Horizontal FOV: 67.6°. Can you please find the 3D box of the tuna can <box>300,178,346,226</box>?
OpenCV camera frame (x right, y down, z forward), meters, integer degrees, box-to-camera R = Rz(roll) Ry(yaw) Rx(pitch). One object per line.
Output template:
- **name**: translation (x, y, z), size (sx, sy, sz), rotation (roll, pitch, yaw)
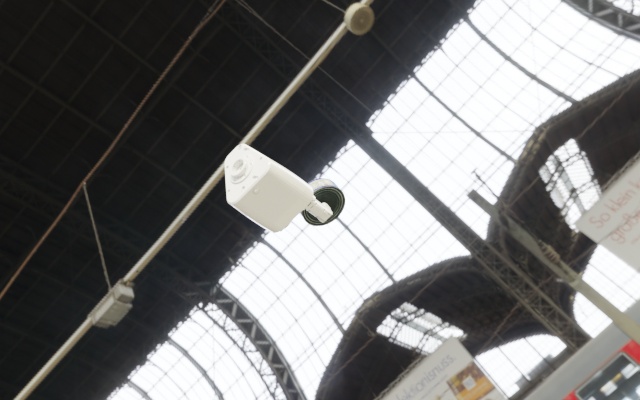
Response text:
- **tuna can**: translation (0.000, 0.003, 0.865), size (0.086, 0.086, 0.033), rotation (0, 32, -29)
